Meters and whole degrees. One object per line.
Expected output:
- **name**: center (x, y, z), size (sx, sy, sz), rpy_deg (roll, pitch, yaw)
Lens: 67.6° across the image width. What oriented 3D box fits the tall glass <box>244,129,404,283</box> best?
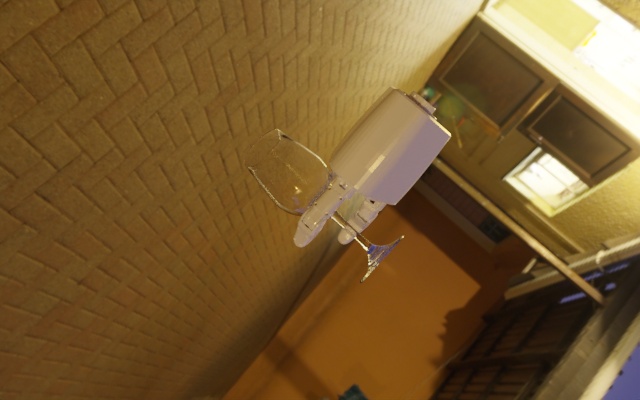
- **tall glass**: center (0.000, 0.002, 0.569), size (0.201, 0.079, 0.079), rpy_deg (42, 10, 11)
